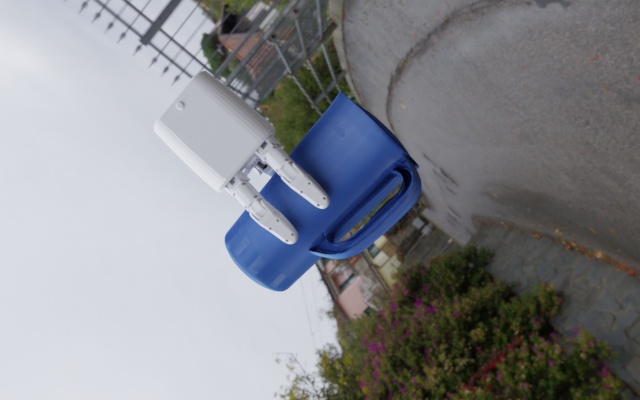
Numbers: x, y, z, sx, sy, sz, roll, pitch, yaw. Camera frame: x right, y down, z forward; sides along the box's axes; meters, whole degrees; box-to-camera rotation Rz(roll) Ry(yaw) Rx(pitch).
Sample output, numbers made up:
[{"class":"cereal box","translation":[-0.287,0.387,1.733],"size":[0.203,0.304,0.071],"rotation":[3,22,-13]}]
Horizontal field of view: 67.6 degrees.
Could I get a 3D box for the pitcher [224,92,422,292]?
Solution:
[{"class":"pitcher","translation":[0.000,0.002,0.590],"size":[0.145,0.243,0.149],"rotation":[42,9,-5]}]
